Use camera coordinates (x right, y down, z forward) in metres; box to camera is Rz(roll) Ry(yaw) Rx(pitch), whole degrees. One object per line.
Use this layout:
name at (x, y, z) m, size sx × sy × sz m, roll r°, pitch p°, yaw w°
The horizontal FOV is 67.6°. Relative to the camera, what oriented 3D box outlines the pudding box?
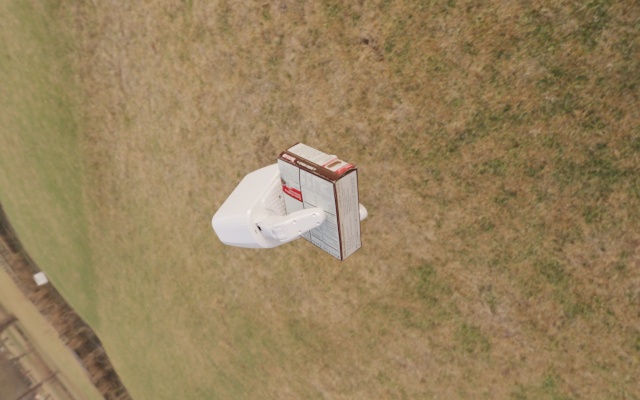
pudding box at (0.000, 0.002, 0.532) m, size 0.090 × 0.114 × 0.039 m, roll 26°, pitch 49°, yaw 36°
